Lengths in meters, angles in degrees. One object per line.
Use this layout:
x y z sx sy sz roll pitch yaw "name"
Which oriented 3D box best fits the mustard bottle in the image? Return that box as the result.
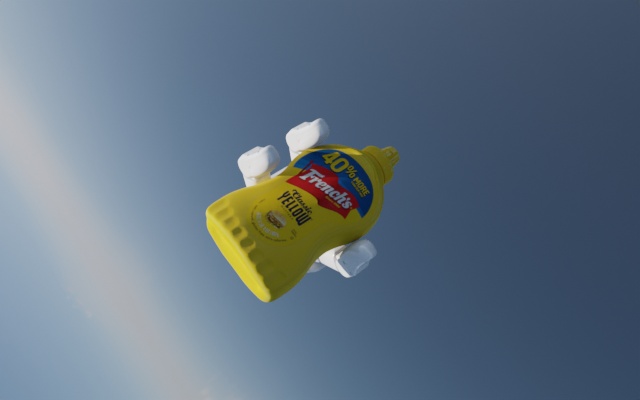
0.000 0.001 0.438 0.191 0.096 0.058 -33 -19 -25 "mustard bottle"
